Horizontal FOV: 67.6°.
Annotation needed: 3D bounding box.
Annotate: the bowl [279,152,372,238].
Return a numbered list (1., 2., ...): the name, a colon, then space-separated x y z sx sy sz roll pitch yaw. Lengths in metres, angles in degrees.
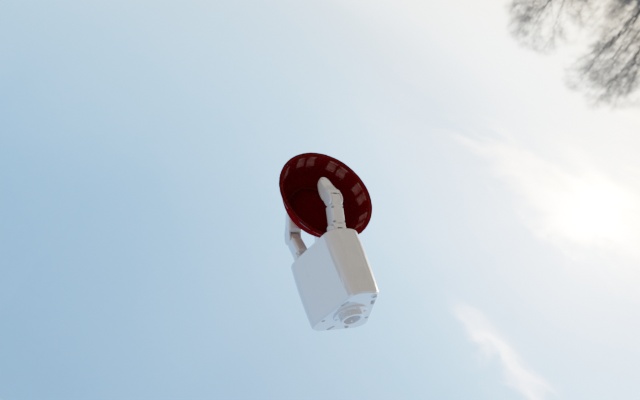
1. bowl: 0.000 0.002 0.764 0.162 0.162 0.055 0 -32 -30
